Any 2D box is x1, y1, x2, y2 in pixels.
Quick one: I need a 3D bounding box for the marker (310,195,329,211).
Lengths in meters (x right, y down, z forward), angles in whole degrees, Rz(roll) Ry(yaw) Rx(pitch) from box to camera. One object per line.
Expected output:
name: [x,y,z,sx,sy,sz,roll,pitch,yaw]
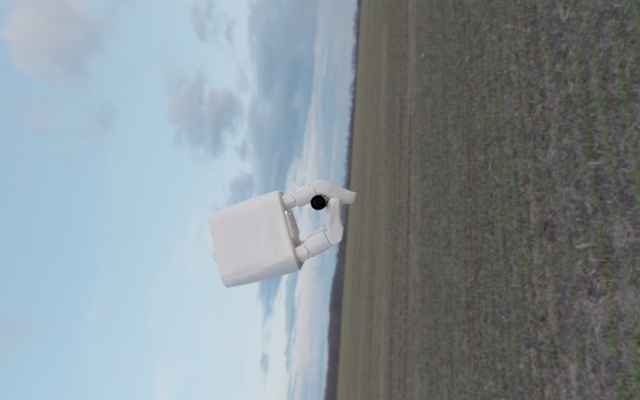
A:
marker: [0.000,0.002,0.619,0.020,0.020,0.121,0,1,3]
